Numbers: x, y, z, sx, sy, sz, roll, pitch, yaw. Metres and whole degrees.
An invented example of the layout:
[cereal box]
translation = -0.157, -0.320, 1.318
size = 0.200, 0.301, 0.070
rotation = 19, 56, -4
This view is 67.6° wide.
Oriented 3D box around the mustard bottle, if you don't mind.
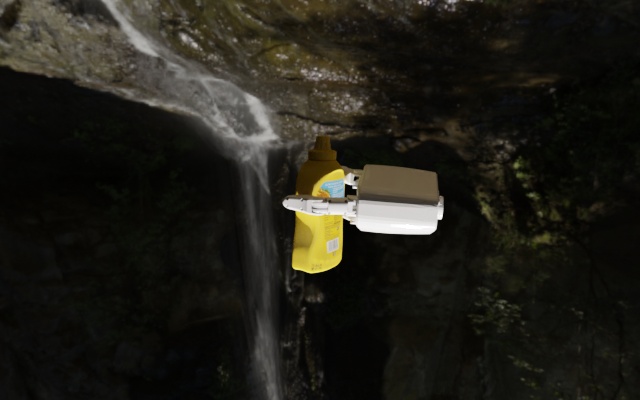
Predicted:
[mustard bottle]
translation = 0.000, 0.003, 0.697
size = 0.058, 0.192, 0.096
rotation = 10, 13, 32
